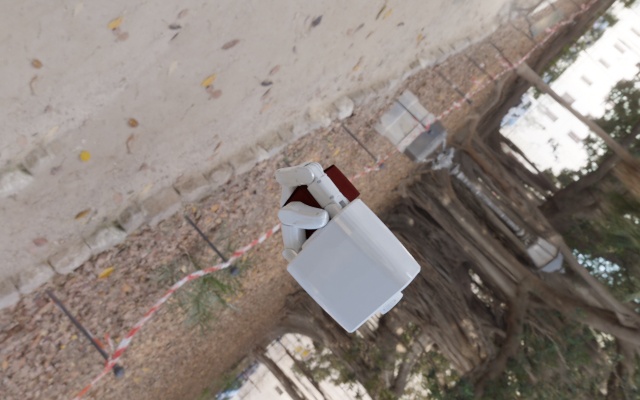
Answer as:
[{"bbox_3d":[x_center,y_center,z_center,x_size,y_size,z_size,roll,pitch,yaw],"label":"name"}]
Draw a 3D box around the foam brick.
[{"bbox_3d":[0.000,0.002,0.577,0.078,0.051,0.053,-35,-12,-48],"label":"foam brick"}]
